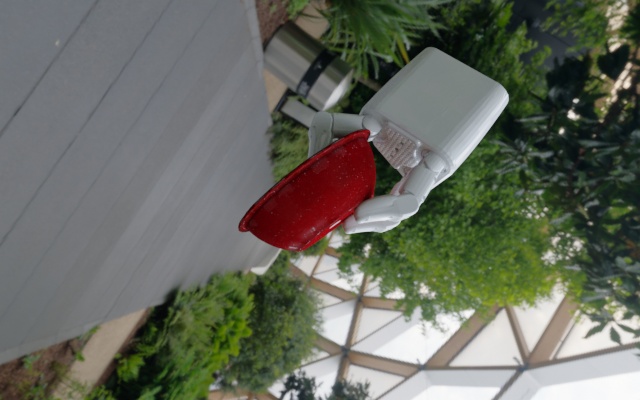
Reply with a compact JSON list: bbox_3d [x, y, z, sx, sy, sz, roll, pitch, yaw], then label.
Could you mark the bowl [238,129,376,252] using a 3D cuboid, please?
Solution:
[{"bbox_3d":[-0.001,0.003,0.471,0.162,0.055,0.162,-36,-7,-5],"label":"bowl"}]
